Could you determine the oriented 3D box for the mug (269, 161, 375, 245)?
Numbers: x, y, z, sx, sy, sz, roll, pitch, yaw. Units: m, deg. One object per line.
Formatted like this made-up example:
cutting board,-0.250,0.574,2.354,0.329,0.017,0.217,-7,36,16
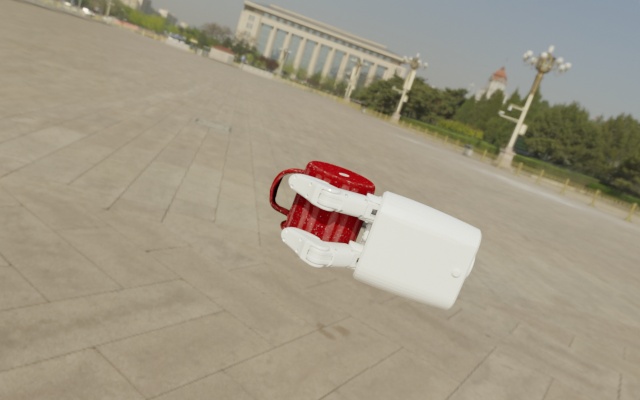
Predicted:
mug,-0.001,0.001,0.538,0.117,0.081,0.093,21,13,4
